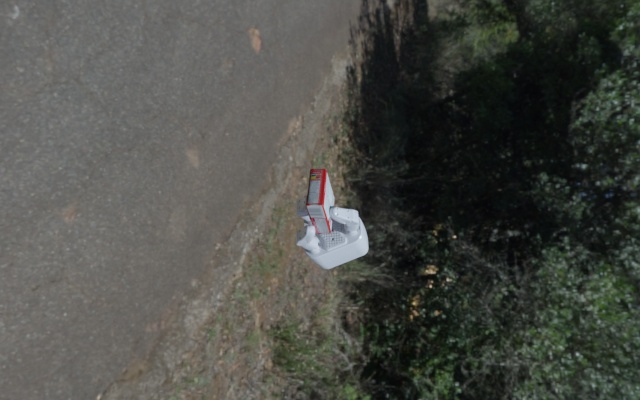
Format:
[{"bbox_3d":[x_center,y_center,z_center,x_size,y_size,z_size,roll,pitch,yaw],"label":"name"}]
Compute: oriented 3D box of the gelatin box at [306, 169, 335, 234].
[{"bbox_3d":[0.001,0.002,0.787,0.030,0.073,0.089,-1,-35,11],"label":"gelatin box"}]
